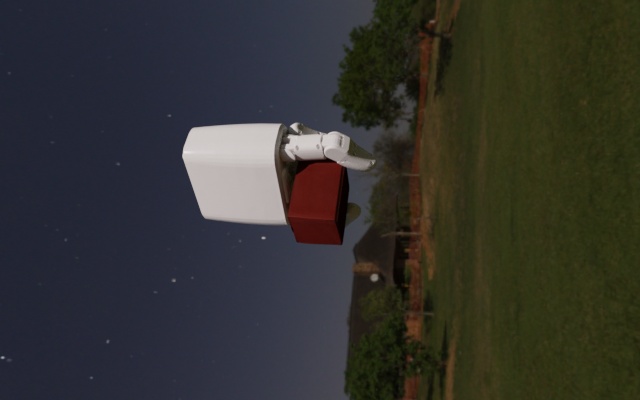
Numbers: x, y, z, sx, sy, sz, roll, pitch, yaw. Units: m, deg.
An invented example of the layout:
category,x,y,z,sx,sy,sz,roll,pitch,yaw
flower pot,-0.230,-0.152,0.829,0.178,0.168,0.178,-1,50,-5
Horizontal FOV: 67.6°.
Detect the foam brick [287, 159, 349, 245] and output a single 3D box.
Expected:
category,x,y,z,sx,sy,sz,roll,pitch,yaw
foam brick,0.000,0.002,0.505,0.051,0.078,0.053,2,-34,10
